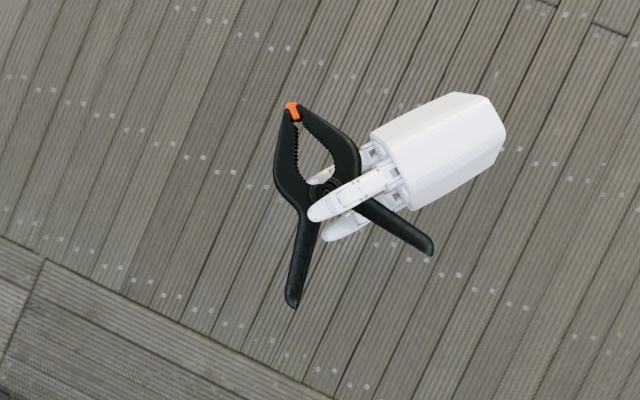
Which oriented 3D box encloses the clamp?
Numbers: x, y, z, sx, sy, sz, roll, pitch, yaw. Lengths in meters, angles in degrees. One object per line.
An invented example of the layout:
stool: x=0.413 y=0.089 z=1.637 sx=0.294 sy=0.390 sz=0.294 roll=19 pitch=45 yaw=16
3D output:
clamp: x=0.000 y=0.001 z=0.500 sx=0.164 sy=0.210 sz=0.036 roll=-29 pitch=-2 yaw=2
